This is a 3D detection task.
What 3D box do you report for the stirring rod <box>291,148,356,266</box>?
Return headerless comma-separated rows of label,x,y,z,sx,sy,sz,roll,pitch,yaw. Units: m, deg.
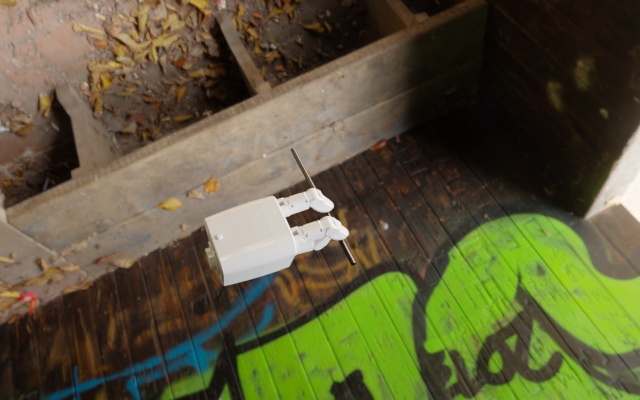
stirring rod,0.000,0.002,0.755,0.011,0.239,0.011,-20,-33,-13
